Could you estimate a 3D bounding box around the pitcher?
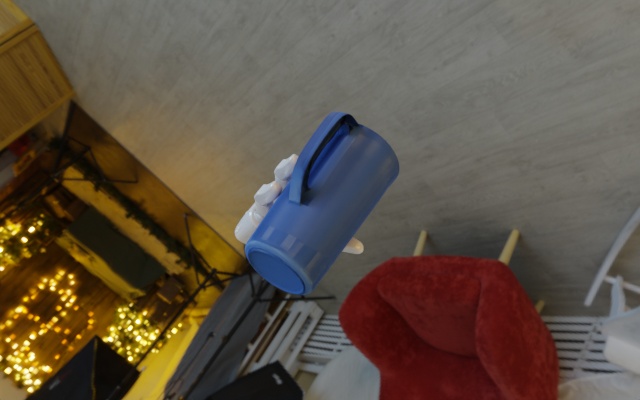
[{"bbox_3d":[0.000,0.002,0.674,0.149,0.242,0.145,42,-31,-10],"label":"pitcher"}]
